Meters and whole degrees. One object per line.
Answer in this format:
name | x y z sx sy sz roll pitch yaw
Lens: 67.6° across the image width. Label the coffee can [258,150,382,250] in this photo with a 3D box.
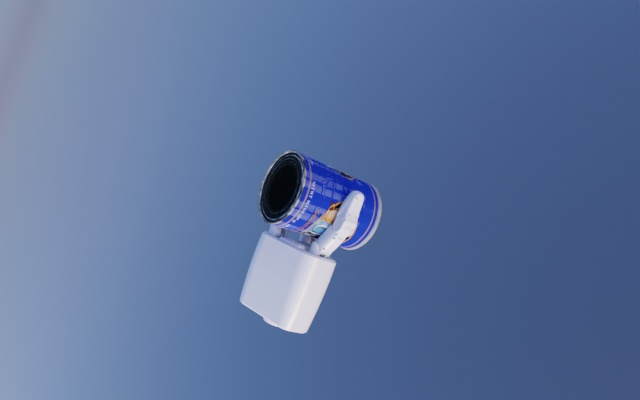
coffee can | 0.000 0.002 0.662 0.140 0.103 0.103 21 -13 -35
